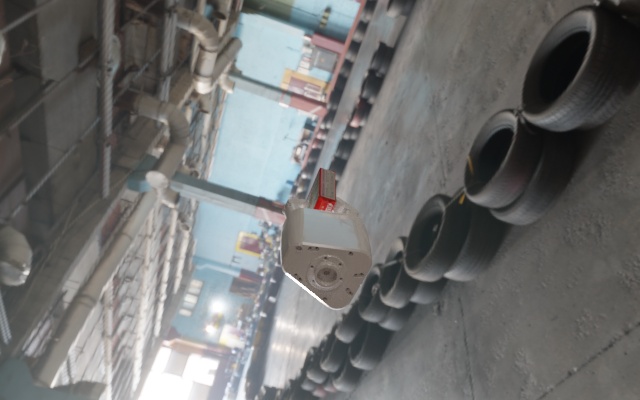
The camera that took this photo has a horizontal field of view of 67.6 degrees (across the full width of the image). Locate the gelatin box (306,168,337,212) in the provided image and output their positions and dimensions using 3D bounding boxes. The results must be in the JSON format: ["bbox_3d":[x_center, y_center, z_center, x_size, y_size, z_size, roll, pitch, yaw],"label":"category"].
[{"bbox_3d":[0.000,0.002,0.751,0.030,0.073,0.089,16,33,-11],"label":"gelatin box"}]
